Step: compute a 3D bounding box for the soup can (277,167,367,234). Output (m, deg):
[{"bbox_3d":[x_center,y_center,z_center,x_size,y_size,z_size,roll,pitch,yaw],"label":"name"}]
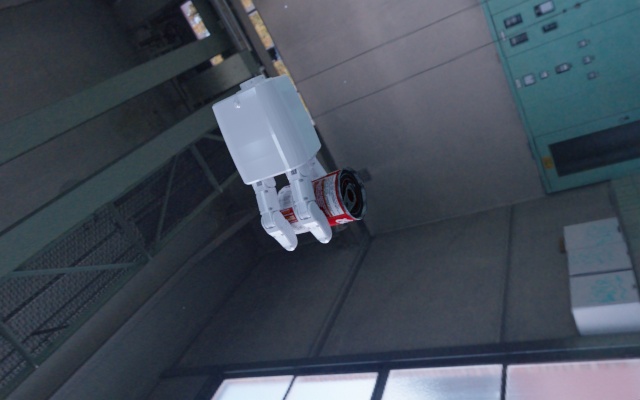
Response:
[{"bbox_3d":[0.000,0.002,0.620,0.102,0.068,0.068,-16,-8,31],"label":"soup can"}]
